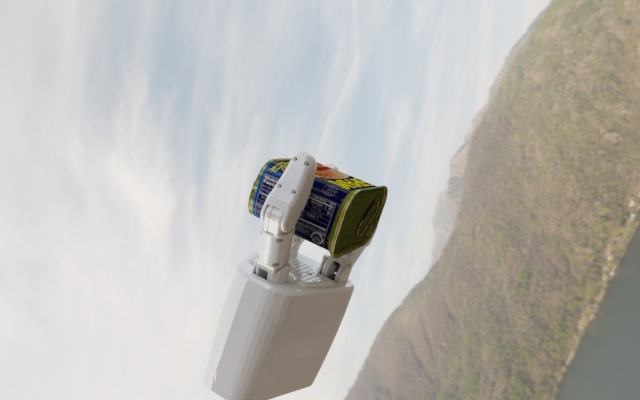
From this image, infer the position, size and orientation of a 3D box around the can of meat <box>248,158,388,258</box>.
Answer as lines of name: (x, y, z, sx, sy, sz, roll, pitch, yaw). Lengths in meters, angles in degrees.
can of meat: (0.000, 0.001, 0.410, 0.084, 0.057, 0.102, 23, 13, 21)
